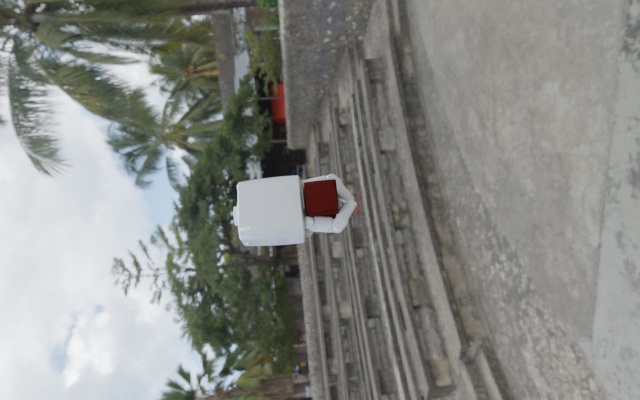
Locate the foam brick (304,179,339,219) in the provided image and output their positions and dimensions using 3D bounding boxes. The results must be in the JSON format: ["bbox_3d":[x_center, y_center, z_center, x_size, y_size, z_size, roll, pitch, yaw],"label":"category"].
[{"bbox_3d":[0.000,0.002,0.786,0.051,0.053,0.078,-5,-15,-4],"label":"foam brick"}]
